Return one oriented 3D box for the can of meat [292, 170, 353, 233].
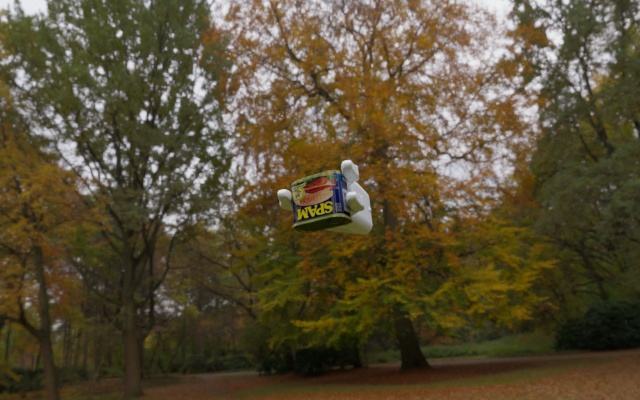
[{"bbox_3d":[0.000,0.002,0.821,0.102,0.084,0.057,-14,-21,26],"label":"can of meat"}]
